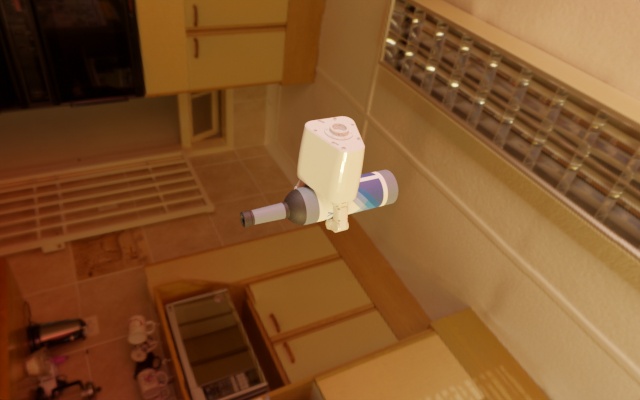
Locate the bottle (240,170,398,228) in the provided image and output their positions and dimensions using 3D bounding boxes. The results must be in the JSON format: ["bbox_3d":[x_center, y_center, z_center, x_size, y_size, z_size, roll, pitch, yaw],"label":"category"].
[{"bbox_3d":[0.000,0.003,0.859,0.295,0.069,0.069,-13,5,-25],"label":"bottle"}]
